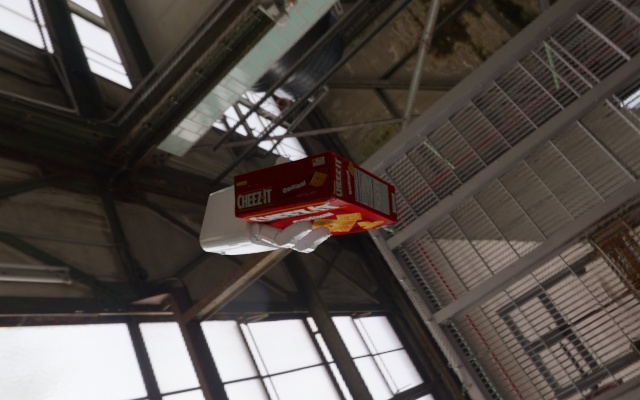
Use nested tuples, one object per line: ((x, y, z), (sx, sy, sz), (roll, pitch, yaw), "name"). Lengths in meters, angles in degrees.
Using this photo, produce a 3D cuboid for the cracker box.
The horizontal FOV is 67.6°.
((0.000, 0.002, 0.724), (0.164, 0.072, 0.214), (-12, -17, 29), "cracker box")
